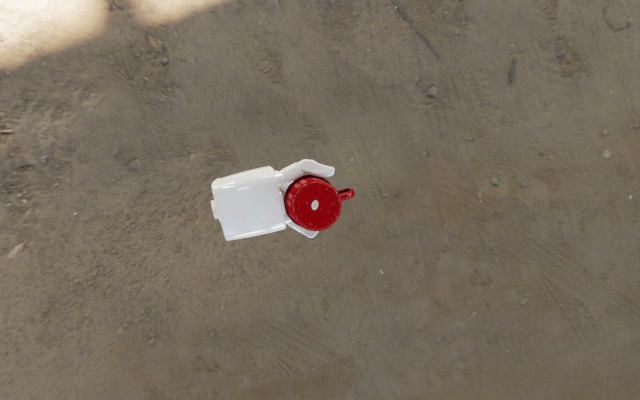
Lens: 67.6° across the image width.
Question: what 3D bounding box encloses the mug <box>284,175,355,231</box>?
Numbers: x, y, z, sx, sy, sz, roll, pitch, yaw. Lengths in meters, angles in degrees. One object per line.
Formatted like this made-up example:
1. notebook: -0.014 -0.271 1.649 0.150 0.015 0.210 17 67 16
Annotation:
1. mug: 0.002 0.002 0.785 0.117 0.093 0.081 -13 7 -7
